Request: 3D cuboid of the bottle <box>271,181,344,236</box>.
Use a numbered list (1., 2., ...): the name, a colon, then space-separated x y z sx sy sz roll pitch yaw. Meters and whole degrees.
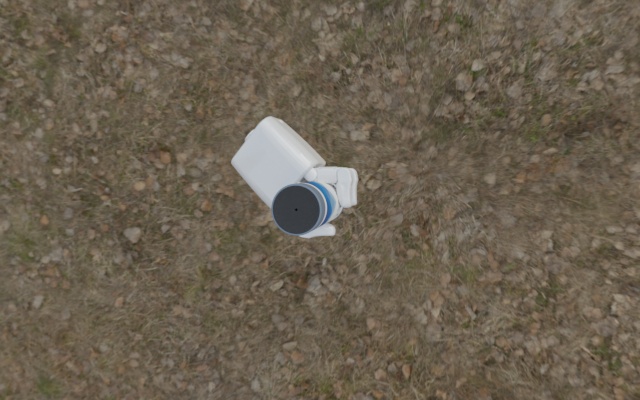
1. bottle: 0.000 0.003 0.746 0.069 0.069 0.295 0 4 12
